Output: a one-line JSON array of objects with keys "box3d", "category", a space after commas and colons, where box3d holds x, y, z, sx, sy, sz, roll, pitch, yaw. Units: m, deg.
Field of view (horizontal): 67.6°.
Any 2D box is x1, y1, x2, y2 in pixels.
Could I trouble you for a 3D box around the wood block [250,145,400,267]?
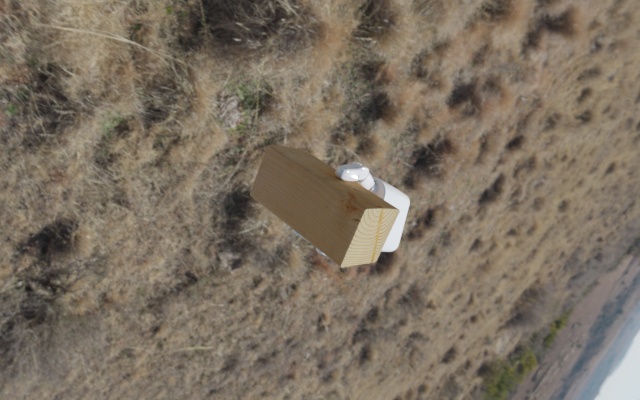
[{"box3d": [0.001, 0.002, 0.710, 0.206, 0.091, 0.090, 35, 20, 35], "category": "wood block"}]
